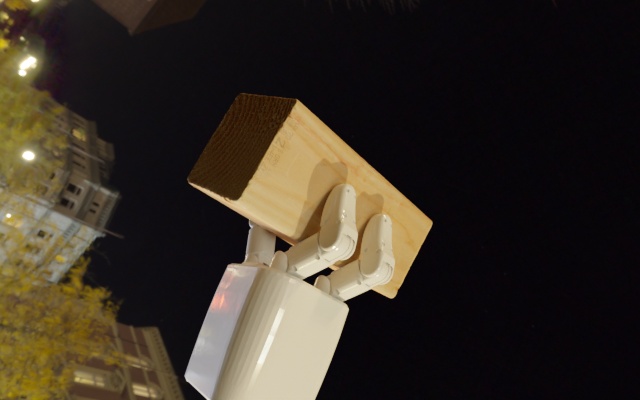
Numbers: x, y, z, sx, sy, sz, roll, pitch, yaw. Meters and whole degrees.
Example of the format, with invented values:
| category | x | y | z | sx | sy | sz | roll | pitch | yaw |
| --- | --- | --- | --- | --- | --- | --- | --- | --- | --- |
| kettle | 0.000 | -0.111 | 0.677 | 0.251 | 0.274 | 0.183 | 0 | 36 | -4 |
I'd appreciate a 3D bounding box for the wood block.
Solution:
| category | x | y | z | sx | sy | sz | roll | pitch | yaw |
| --- | --- | --- | --- | --- | --- | --- | --- | --- | --- |
| wood block | 0.000 | 0.002 | 0.434 | 0.091 | 0.090 | 0.206 | 19 | -13 | 49 |
